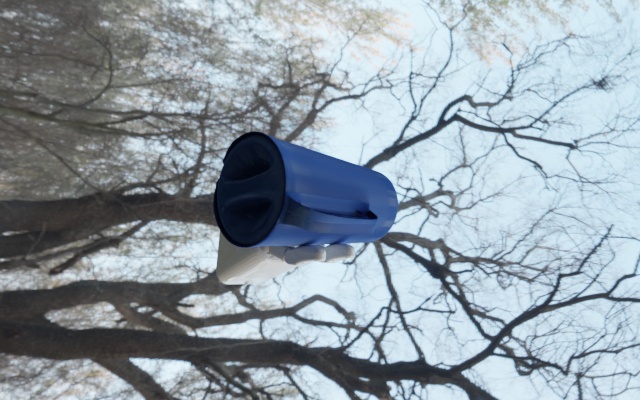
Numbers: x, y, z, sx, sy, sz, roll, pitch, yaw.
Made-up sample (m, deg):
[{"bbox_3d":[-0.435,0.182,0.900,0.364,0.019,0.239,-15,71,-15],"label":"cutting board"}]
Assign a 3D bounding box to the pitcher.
[{"bbox_3d":[0.000,0.002,0.619,0.243,0.149,0.145,8,-32,-46],"label":"pitcher"}]
